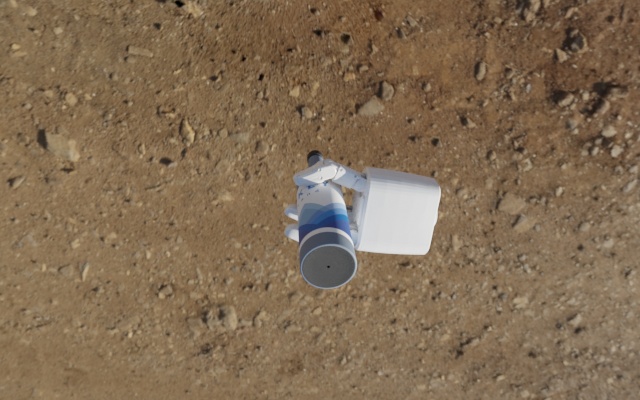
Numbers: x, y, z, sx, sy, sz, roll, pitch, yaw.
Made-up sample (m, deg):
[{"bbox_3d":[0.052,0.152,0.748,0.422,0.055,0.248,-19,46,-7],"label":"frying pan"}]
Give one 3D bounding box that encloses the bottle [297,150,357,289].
[{"bbox_3d":[0.000,0.002,0.676,0.069,0.069,0.295,0,31,-4],"label":"bottle"}]
